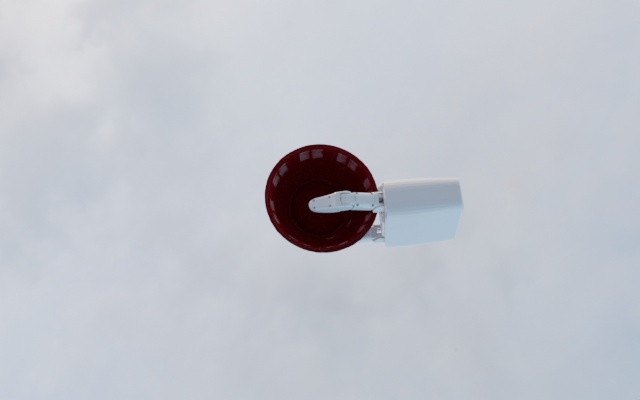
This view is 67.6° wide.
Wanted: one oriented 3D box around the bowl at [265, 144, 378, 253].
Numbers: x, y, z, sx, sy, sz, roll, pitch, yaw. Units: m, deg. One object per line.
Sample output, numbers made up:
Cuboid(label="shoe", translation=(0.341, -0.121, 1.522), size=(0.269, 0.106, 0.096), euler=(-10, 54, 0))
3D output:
Cuboid(label="bowl", translation=(-0.001, 0.002, 0.693), size=(0.162, 0.162, 0.055), euler=(0, -19, -6))
